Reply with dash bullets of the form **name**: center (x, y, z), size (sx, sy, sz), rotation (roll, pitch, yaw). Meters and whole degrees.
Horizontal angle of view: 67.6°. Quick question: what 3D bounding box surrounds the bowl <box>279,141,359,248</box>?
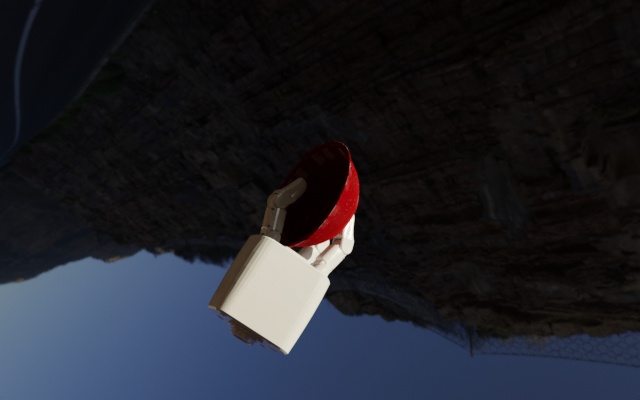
- **bowl**: center (0.001, 0.001, 0.645), size (0.055, 0.162, 0.162), rotation (33, -18, -29)
